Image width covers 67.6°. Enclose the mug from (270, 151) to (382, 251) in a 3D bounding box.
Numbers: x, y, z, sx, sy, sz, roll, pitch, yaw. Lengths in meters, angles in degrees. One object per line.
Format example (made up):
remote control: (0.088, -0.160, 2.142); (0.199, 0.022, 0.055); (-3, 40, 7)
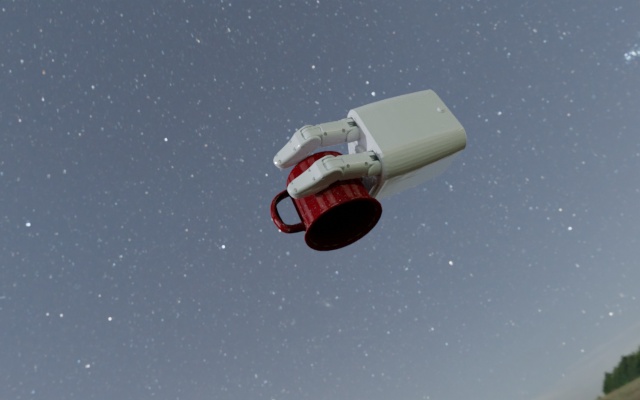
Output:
mug: (-0.001, 0.002, 0.543); (0.117, 0.081, 0.093); (-18, -34, -13)
